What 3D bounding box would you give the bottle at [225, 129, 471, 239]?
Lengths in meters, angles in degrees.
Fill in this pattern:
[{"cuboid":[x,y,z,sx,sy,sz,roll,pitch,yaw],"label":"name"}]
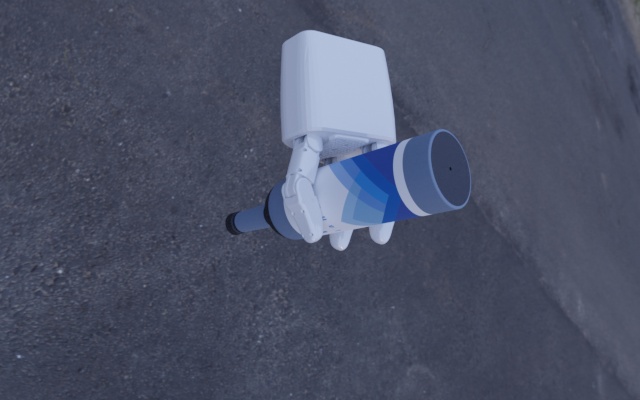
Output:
[{"cuboid":[0.000,0.002,0.483,0.296,0.069,0.069,-15,-10,42],"label":"bottle"}]
